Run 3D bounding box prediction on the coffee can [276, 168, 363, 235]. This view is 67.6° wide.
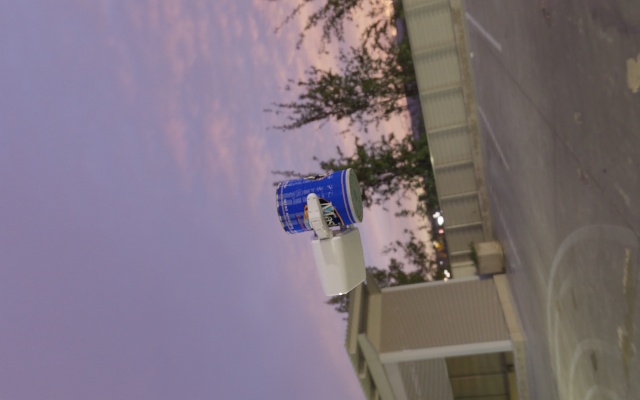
[{"bbox_3d":[0.000,0.003,0.897,0.140,0.103,0.103,-10,-3,15],"label":"coffee can"}]
